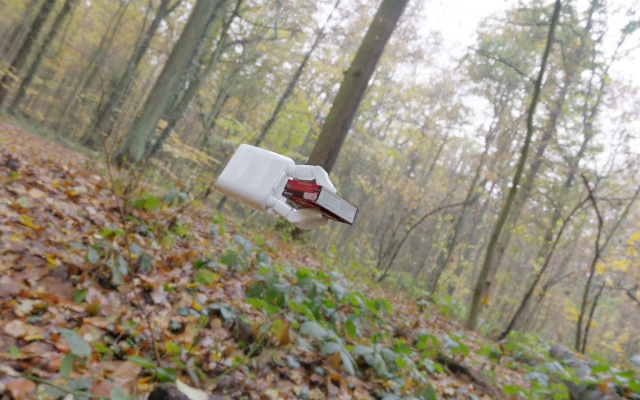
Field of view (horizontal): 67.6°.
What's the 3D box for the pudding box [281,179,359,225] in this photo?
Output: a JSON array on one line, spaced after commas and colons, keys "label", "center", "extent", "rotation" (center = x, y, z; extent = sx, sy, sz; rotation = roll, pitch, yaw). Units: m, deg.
[{"label": "pudding box", "center": [0.000, 0.003, 0.854], "extent": [0.090, 0.039, 0.113], "rotation": [14, -9, 45]}]
